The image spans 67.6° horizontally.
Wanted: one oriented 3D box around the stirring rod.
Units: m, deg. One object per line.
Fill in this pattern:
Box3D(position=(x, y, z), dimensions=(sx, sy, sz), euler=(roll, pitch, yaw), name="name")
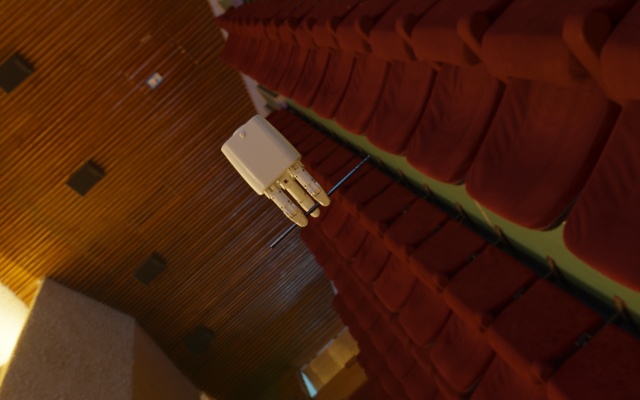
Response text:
Box3D(position=(0.000, 0.003, 0.859), dimensions=(0.239, 0.011, 0.011), euler=(-43, 0, 0), name="stirring rod")
